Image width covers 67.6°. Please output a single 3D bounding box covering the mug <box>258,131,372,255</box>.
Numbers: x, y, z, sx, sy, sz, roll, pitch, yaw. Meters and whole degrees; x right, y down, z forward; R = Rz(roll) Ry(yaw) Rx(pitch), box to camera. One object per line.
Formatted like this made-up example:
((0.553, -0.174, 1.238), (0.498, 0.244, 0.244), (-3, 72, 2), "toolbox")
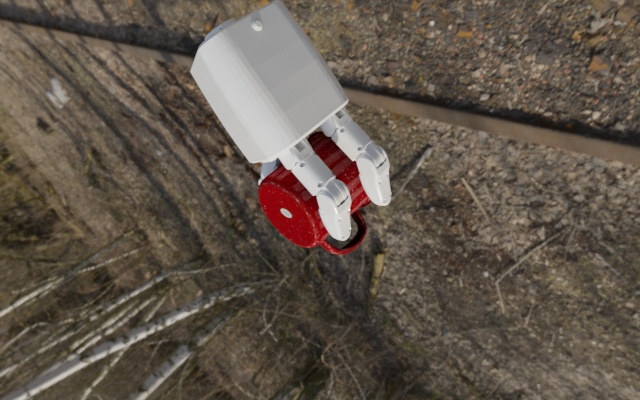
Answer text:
((0.001, 0.003, 0.472), (0.081, 0.117, 0.093), (-41, 12, -29), "mug")
